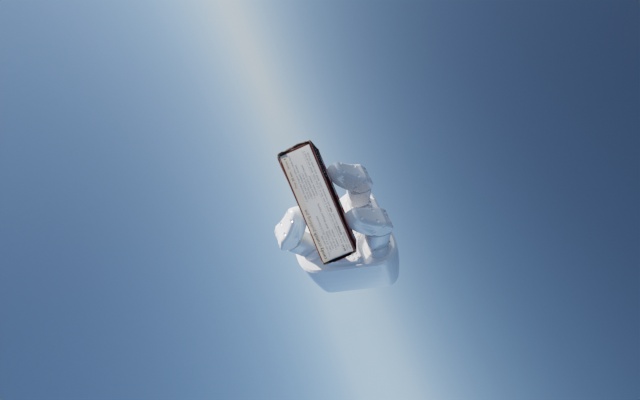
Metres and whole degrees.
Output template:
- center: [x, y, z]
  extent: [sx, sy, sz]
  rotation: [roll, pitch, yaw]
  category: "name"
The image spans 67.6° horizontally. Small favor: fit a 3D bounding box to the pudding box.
- center: [0.000, 0.002, 0.472]
  extent: [0.039, 0.113, 0.090]
  rotation: [-25, 0, 3]
  category: "pudding box"
